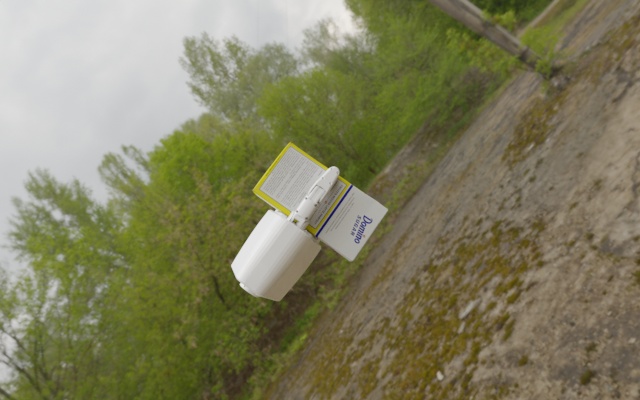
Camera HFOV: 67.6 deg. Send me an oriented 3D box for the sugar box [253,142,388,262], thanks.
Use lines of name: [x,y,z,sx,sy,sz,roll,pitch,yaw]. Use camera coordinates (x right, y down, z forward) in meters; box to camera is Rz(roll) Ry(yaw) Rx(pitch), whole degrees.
sugar box: [0.000,0.002,0.697,0.176,0.093,0.048,36,-6,2]
